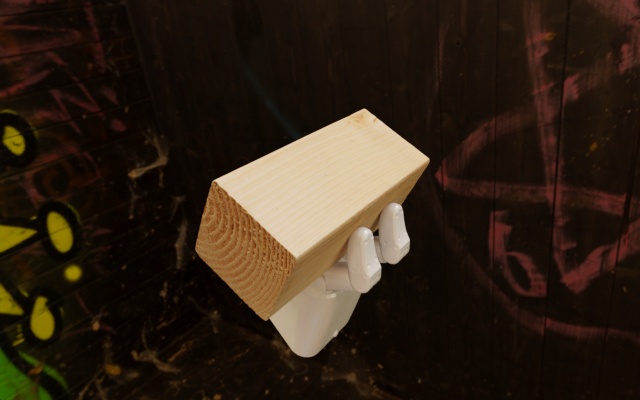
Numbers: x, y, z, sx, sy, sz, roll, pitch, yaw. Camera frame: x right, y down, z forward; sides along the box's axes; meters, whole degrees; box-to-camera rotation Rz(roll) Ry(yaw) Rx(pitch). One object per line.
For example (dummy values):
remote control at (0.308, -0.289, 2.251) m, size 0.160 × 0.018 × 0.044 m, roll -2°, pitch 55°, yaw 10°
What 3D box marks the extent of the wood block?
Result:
wood block at (0.000, 0.001, 0.438) m, size 0.091 × 0.090 × 0.206 m, roll 41°, pitch 43°, yaw 16°
